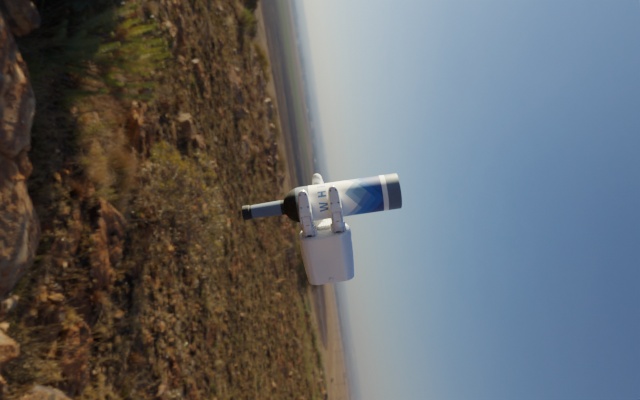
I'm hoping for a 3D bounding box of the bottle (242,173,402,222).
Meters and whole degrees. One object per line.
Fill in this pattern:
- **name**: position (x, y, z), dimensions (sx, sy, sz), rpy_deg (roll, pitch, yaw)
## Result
- **bottle**: position (0.000, 0.003, 0.894), dimensions (0.296, 0.069, 0.069), rpy_deg (-8, 0, 2)
